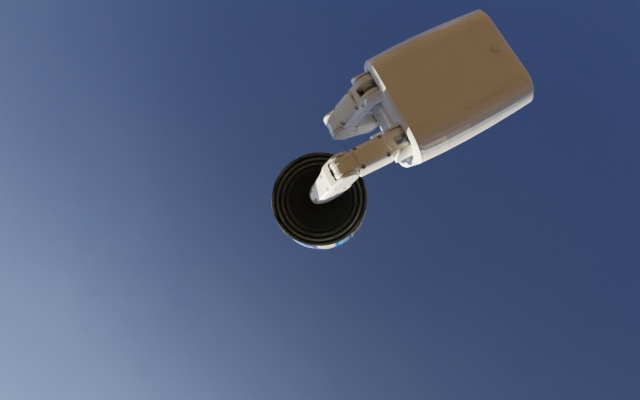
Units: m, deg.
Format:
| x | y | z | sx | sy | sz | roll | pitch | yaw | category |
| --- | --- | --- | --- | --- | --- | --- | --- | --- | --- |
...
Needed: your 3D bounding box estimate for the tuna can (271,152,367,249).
| x | y | z | sx | sy | sz | roll | pitch | yaw | category |
| --- | --- | --- | --- | --- | --- | --- | --- | --- | --- |
| 0.000 | 0.002 | 0.440 | 0.086 | 0.086 | 0.034 | 0 | -13 | 5 | tuna can |
